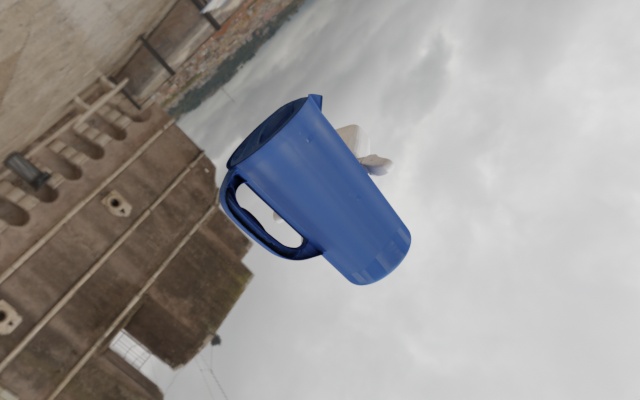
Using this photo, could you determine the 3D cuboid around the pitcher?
[{"bbox_3d":[0.000,0.002,0.607,0.149,0.243,0.145,-33,21,23],"label":"pitcher"}]
